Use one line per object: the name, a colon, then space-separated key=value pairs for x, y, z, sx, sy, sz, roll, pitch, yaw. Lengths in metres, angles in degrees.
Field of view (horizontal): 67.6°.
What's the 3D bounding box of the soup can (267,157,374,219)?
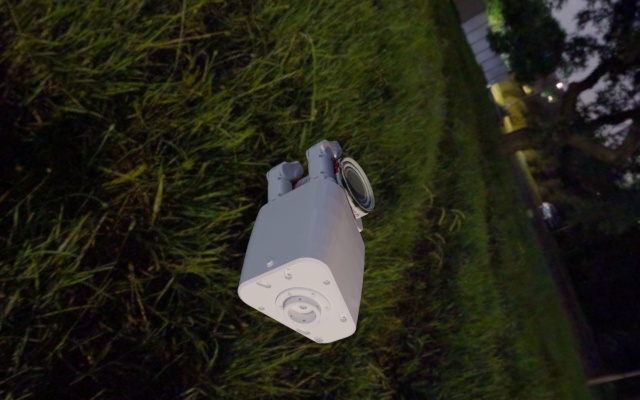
soup can: x=0.000 y=0.001 z=0.534 sx=0.102 sy=0.068 sz=0.068 roll=-26 pitch=-12 yaw=26
